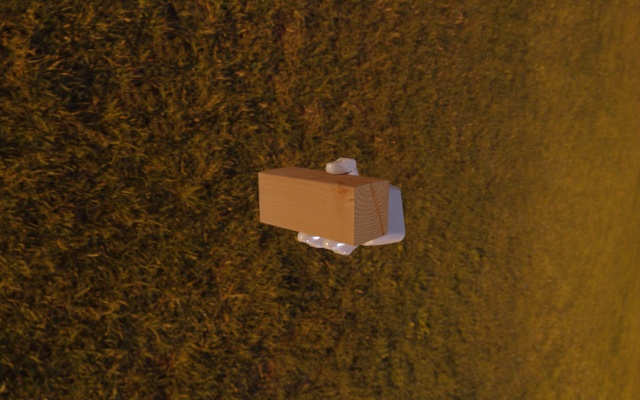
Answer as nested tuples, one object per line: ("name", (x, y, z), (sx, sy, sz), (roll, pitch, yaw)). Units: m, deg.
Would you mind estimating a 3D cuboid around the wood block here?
("wood block", (0.000, 0.002, 0.777), (0.206, 0.091, 0.090), (10, 16, 41))
